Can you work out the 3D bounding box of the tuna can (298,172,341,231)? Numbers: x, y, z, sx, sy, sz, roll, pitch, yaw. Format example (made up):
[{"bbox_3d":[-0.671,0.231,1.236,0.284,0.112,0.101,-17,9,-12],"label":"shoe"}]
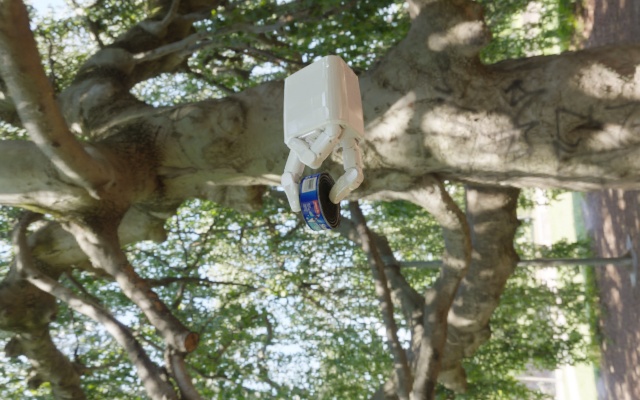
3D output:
[{"bbox_3d":[0.000,0.002,0.707,0.034,0.086,0.086,-12,-4,21],"label":"tuna can"}]
